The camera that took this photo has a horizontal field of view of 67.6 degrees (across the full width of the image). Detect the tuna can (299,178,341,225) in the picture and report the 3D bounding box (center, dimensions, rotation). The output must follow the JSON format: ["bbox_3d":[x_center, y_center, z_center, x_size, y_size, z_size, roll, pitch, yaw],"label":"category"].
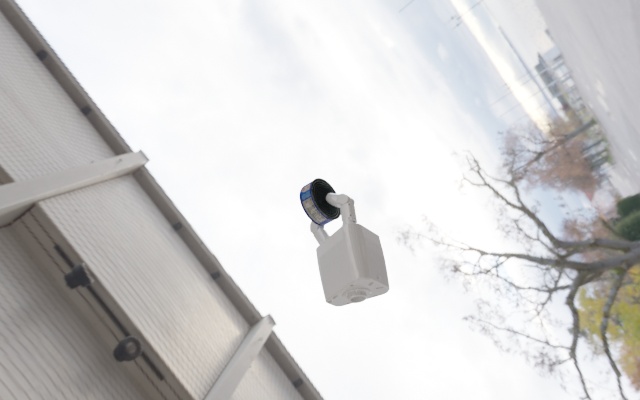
[{"bbox_3d":[0.000,0.003,0.898,0.034,0.086,0.086,-29,-16,31],"label":"tuna can"}]
